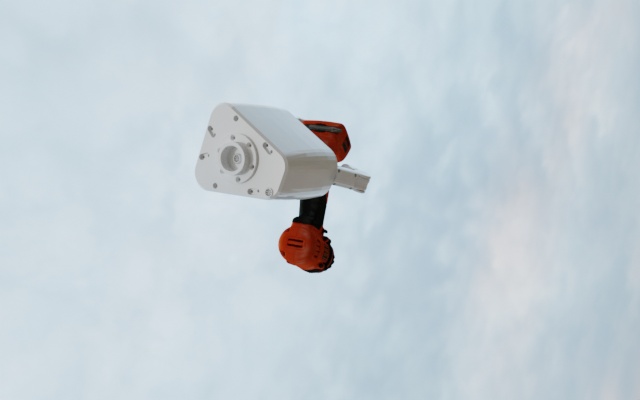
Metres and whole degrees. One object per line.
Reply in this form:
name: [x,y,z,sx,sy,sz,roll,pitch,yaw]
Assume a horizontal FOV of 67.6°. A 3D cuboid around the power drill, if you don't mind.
power drill: [0.000,0.002,0.631,0.057,0.187,0.184,6,-11,10]
